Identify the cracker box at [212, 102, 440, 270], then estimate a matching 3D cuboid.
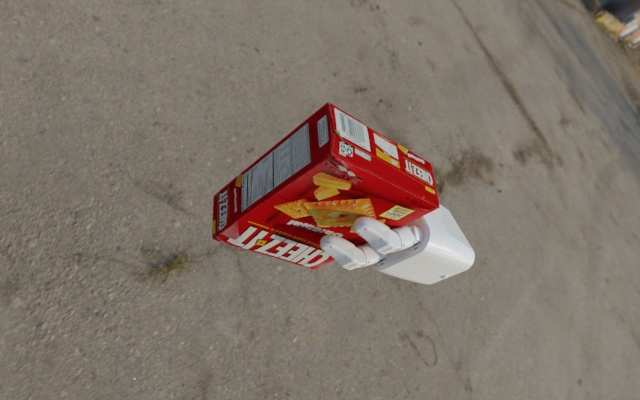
[{"bbox_3d":[0.000,0.002,0.553,0.164,0.072,0.214,23,-41,-35],"label":"cracker box"}]
